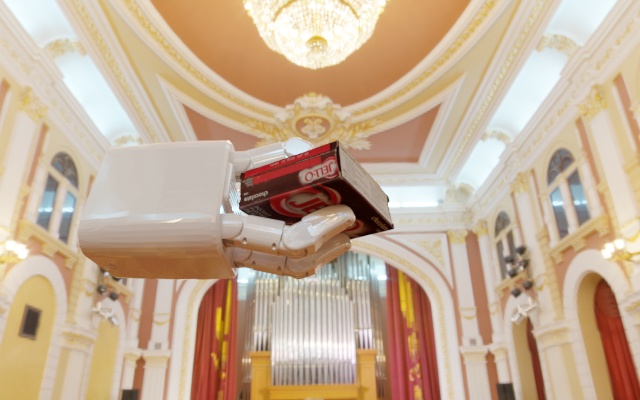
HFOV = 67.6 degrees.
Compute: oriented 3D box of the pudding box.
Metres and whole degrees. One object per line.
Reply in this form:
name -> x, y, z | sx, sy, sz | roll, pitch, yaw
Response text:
pudding box -> 0.000, 0.001, 0.401 | 0.090, 0.039, 0.113 | -15, -27, 24
